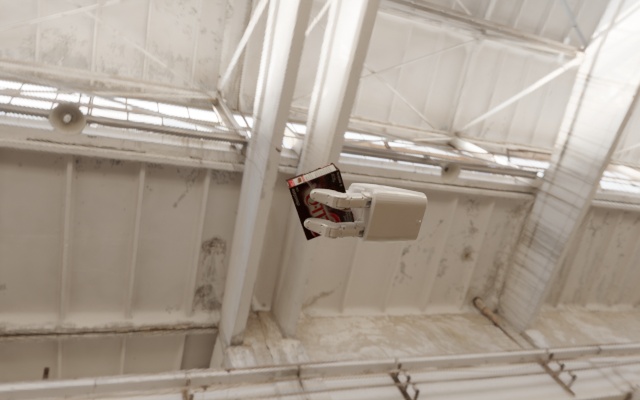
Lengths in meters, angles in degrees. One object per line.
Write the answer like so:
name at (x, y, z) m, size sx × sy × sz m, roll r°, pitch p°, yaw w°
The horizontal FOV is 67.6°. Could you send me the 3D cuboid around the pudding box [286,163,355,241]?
pudding box at (0.000, 0.003, 0.812) m, size 0.090 × 0.113 × 0.039 m, roll -21°, pitch 28°, yaw -6°
